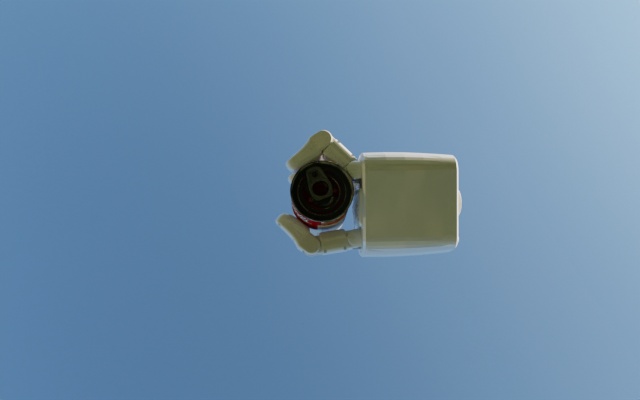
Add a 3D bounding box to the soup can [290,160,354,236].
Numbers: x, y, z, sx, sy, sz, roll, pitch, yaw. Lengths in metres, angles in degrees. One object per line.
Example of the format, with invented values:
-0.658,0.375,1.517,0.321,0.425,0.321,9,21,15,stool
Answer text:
0.000,0.002,0.553,0.068,0.068,0.102,0,-14,-2,soup can
